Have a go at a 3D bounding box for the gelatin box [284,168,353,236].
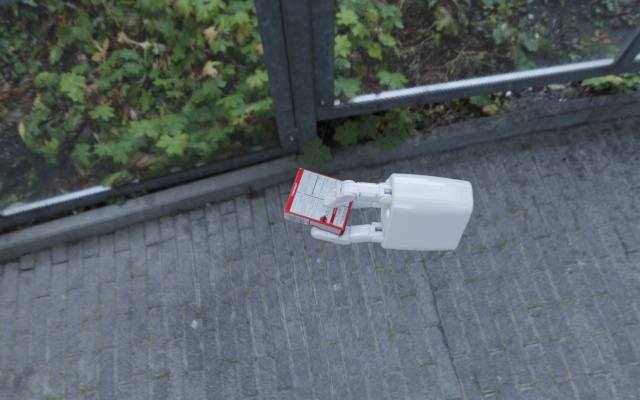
[{"bbox_3d":[0.000,0.002,0.680,0.089,0.073,0.030,17,-24,2],"label":"gelatin box"}]
